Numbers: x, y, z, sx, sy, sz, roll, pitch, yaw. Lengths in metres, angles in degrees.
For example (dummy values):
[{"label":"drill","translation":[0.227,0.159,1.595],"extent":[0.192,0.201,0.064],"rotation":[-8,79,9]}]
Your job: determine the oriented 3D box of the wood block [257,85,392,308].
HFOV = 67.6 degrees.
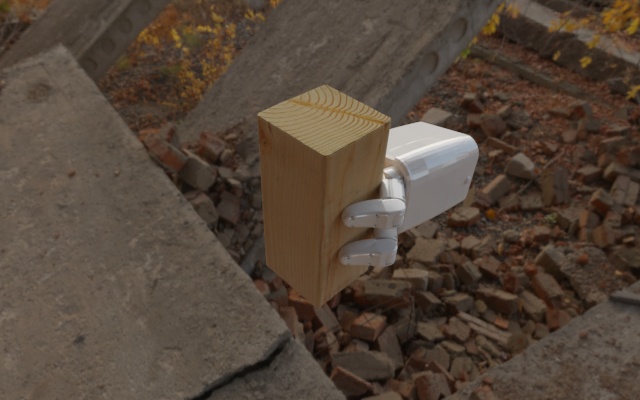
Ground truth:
[{"label":"wood block","translation":[0.000,0.001,0.498],"extent":[0.090,0.206,0.090],"rotation":[-32,52,-33]}]
